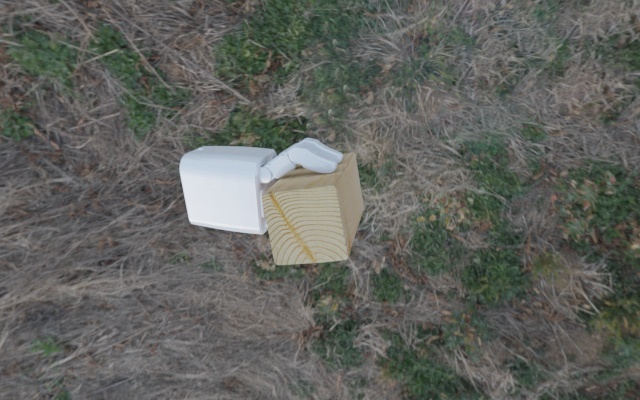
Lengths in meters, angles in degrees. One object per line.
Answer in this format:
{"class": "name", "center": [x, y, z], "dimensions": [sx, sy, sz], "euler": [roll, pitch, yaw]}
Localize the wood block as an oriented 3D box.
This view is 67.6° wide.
{"class": "wood block", "center": [0.000, 0.002, 0.637], "dimensions": [0.090, 0.091, 0.206], "euler": [-6, 15, 12]}
